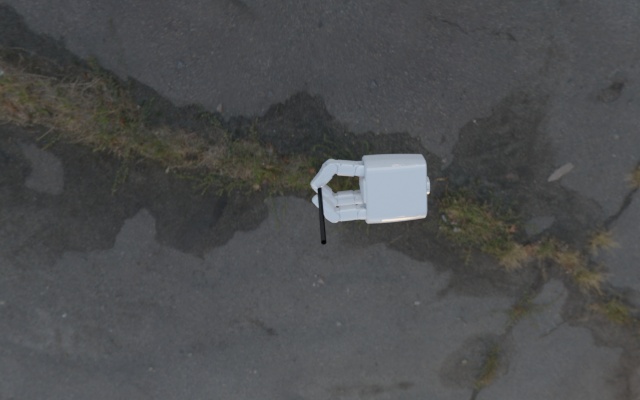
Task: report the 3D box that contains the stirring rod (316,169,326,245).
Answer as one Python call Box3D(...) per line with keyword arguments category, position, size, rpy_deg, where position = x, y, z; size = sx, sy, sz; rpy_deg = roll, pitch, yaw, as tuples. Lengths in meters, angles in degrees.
Box3D(category="stirring rod", position=(0.000, 0.003, 0.793), size=(0.011, 0.011, 0.239), rpy_deg=(0, 29, -2))
